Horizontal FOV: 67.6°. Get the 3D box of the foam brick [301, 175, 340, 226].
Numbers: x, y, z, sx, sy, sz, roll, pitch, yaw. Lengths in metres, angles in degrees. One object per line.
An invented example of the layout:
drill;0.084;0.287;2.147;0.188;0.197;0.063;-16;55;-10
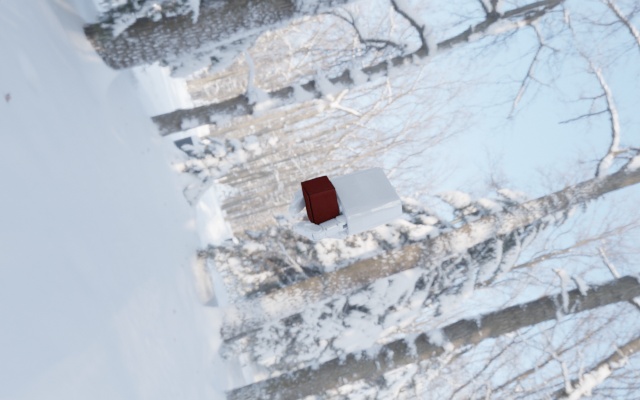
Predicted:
foam brick;0.000;0.003;0.859;0.051;0.078;0.053;-17;34;-9
